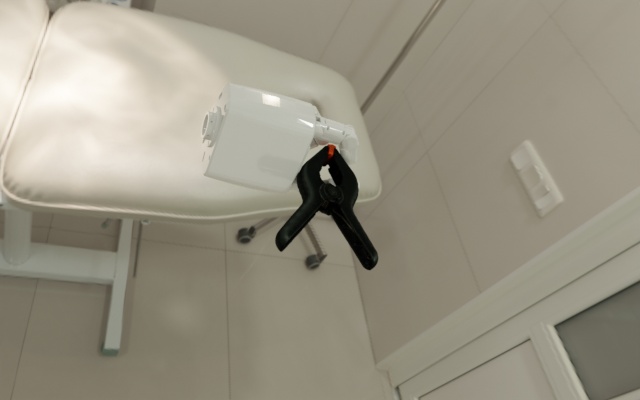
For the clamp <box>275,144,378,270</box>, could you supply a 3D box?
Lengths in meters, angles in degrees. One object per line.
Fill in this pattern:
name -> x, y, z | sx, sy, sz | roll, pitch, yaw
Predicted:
clamp -> 0.000, 0.001, 0.568 | 0.120, 0.171, 0.039 | 11, -41, -26
